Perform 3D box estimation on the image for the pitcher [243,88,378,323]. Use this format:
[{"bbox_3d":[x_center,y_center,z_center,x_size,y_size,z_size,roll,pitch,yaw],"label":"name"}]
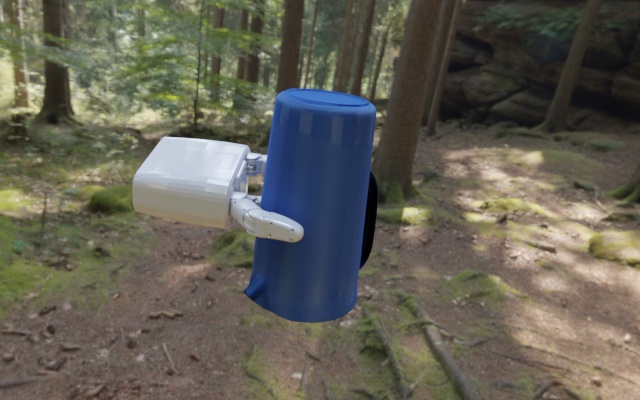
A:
[{"bbox_3d":[0.000,0.002,0.549,0.145,0.243,0.149,9,21,3],"label":"pitcher"}]
